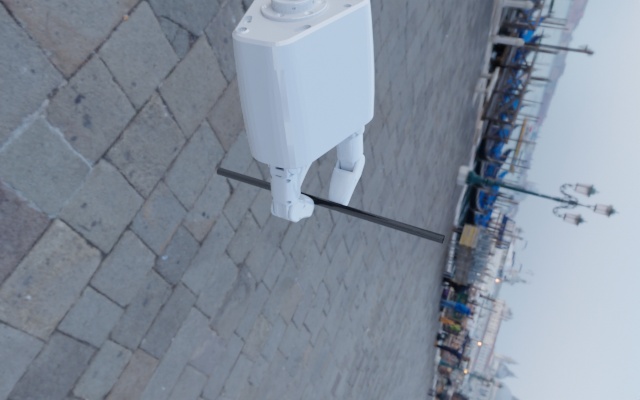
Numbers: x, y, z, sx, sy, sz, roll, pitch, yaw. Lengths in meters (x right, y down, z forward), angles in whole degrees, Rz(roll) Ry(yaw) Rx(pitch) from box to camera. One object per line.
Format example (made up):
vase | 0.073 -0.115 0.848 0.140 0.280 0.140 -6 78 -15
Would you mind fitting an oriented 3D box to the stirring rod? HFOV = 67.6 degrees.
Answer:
stirring rod | 0.000 0.001 0.460 0.239 0.011 0.011 17 6 21
